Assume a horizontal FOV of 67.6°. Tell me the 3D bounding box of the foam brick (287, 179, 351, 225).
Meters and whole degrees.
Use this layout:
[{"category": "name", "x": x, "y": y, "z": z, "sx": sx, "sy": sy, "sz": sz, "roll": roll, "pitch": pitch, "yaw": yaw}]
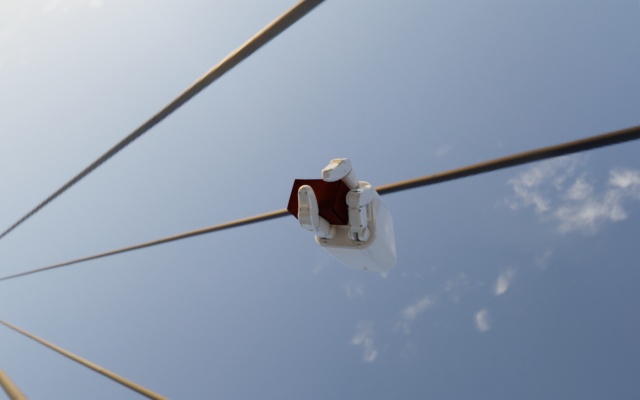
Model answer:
[{"category": "foam brick", "x": 0.000, "y": 0.002, "z": 0.695, "sx": 0.078, "sy": 0.053, "sz": 0.051, "roll": 1, "pitch": -27, "yaw": 31}]
